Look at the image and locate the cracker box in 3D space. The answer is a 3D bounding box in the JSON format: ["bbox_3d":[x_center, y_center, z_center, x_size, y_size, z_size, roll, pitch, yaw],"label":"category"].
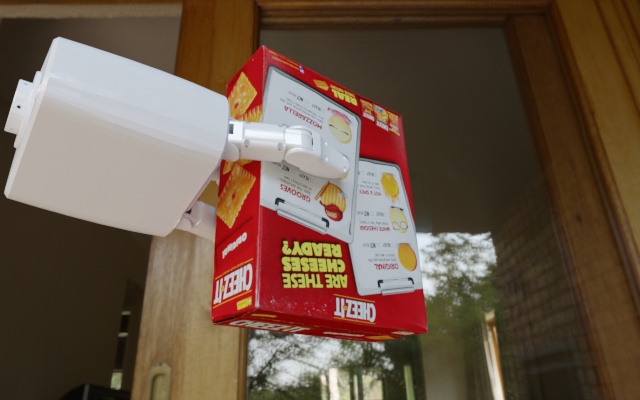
[{"bbox_3d":[0.000,0.001,0.401,0.164,0.213,0.072,18,-32,-35],"label":"cracker box"}]
